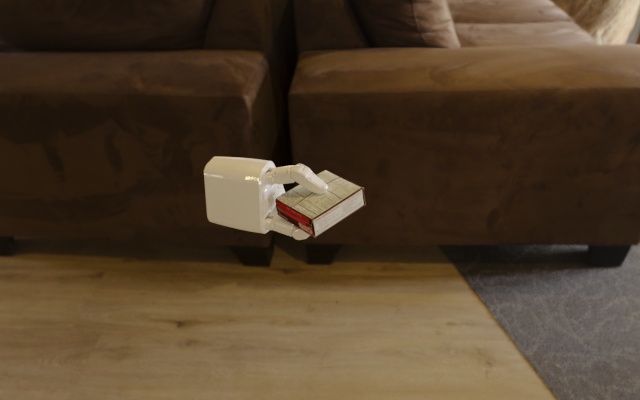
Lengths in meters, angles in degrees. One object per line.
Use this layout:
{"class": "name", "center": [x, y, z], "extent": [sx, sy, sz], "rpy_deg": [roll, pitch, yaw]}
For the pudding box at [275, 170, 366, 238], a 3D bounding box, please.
{"class": "pudding box", "center": [0.000, 0.002, 0.746], "extent": [0.113, 0.039, 0.090], "rpy_deg": [-33, 43, -29]}
